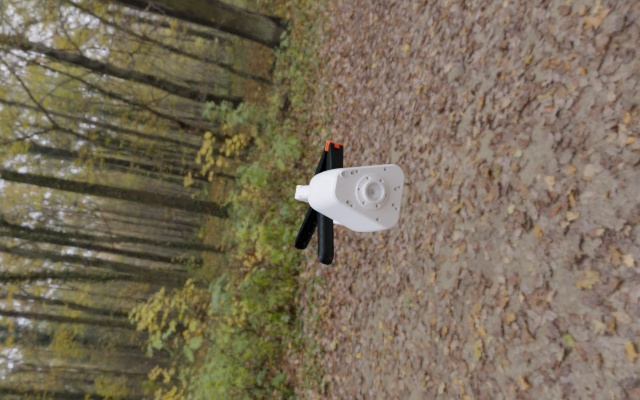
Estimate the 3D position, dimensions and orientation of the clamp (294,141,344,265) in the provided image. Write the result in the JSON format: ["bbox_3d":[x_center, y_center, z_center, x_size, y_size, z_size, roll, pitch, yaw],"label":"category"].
[{"bbox_3d":[0.000,0.002,0.835,0.036,0.210,0.164,12,-7,-20],"label":"clamp"}]
